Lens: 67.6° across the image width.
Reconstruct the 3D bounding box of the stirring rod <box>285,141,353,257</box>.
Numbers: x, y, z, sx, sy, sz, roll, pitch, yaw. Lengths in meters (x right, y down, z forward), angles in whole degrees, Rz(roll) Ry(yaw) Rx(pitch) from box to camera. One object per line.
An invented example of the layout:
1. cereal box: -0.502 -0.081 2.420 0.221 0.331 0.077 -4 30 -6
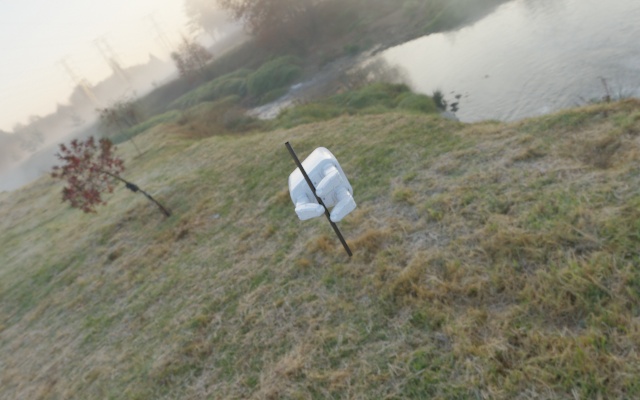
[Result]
1. stirring rod: 0.000 0.003 0.824 0.011 0.240 0.011 -25 22 11
